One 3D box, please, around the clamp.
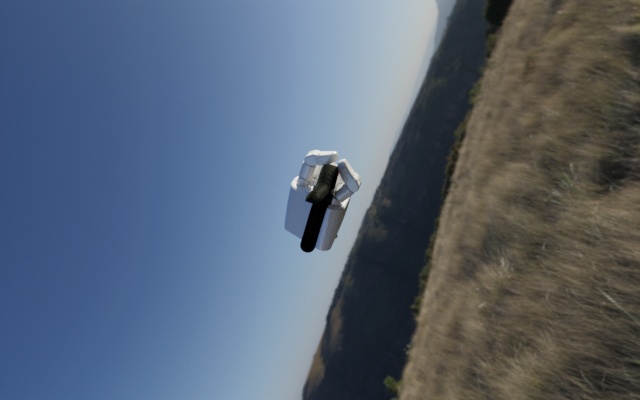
[{"bbox_3d":[0.000,0.002,0.795,0.039,0.120,0.171,20,34,6],"label":"clamp"}]
